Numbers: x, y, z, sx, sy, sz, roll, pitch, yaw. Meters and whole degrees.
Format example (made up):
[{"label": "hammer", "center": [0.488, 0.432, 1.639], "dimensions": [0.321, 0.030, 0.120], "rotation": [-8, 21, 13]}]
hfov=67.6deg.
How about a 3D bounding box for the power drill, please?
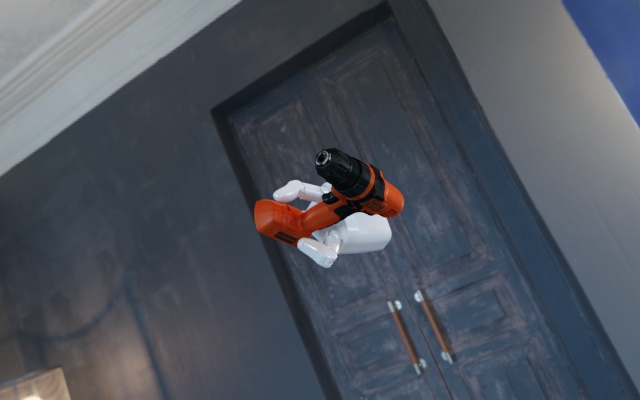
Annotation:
[{"label": "power drill", "center": [0.000, 0.002, 0.667], "dimensions": [0.188, 0.057, 0.184], "rotation": [-21, -33, 30]}]
